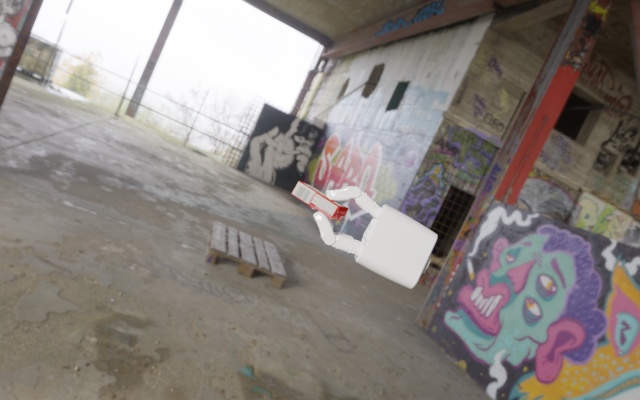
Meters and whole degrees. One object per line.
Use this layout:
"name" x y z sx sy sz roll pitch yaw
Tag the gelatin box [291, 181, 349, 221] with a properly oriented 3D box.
"gelatin box" 0.000 0.002 0.847 0.089 0.030 0.073 32 5 14
